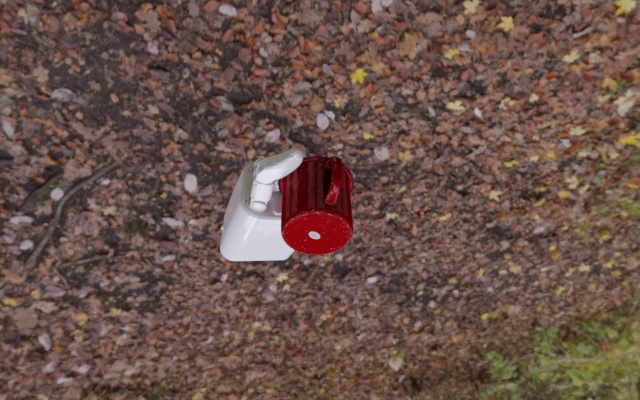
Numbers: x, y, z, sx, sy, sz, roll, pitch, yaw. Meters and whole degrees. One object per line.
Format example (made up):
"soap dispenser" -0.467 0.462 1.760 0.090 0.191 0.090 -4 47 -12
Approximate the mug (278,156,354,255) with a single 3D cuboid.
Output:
"mug" 0.001 0.001 0.546 0.093 0.081 0.117 15 -45 -18
